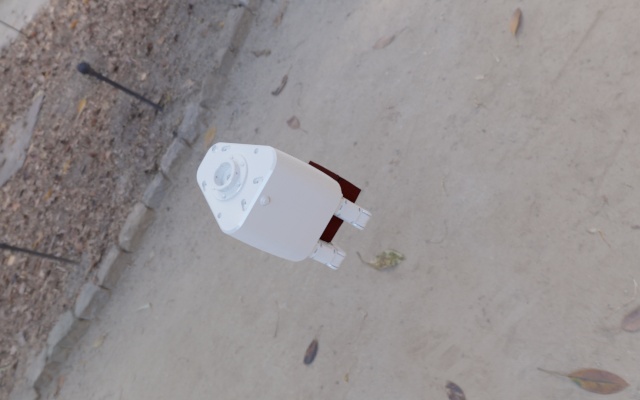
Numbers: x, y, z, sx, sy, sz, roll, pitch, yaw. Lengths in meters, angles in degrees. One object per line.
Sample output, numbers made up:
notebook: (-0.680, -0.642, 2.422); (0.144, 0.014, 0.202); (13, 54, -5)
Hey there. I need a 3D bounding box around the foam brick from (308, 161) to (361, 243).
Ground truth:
foam brick: (0.000, 0.002, 0.565); (0.053, 0.078, 0.051); (31, 2, 39)
